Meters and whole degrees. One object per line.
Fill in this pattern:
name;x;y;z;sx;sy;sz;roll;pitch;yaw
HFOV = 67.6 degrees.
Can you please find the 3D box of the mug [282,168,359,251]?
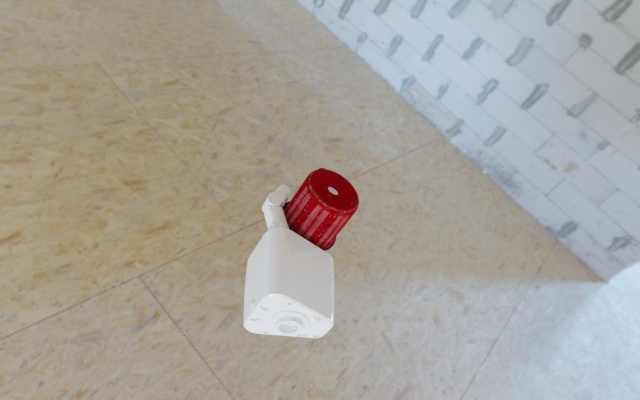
mug;0.000;0.001;0.675;0.093;0.117;0.081;19;-48;-21
